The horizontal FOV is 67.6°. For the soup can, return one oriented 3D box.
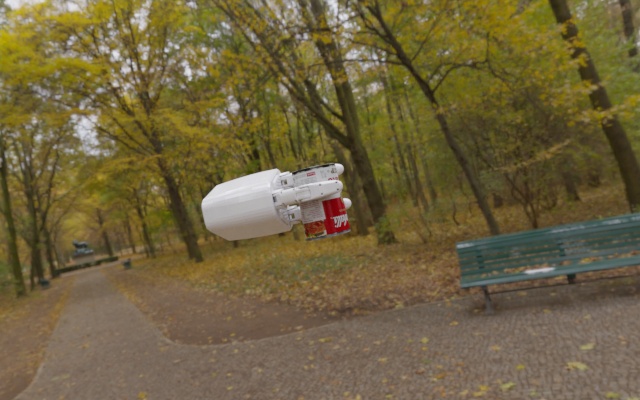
[{"bbox_3d":[0.001,0.002,0.700,0.068,0.102,0.068,-12,0,0],"label":"soup can"}]
